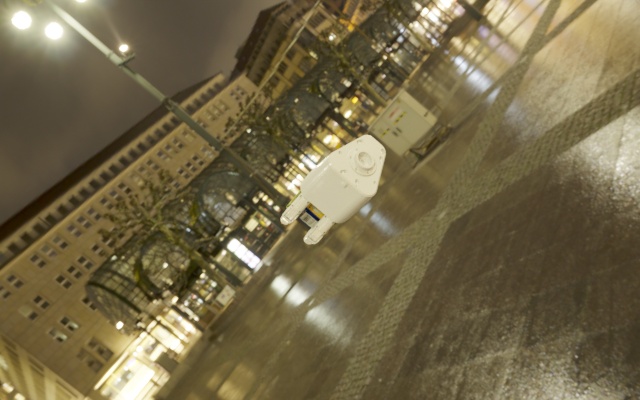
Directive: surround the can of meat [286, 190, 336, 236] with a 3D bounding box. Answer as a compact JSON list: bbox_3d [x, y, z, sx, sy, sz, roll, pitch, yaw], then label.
[{"bbox_3d":[0.000,0.003,0.862,0.084,0.102,0.057,41,-31,-4],"label":"can of meat"}]
